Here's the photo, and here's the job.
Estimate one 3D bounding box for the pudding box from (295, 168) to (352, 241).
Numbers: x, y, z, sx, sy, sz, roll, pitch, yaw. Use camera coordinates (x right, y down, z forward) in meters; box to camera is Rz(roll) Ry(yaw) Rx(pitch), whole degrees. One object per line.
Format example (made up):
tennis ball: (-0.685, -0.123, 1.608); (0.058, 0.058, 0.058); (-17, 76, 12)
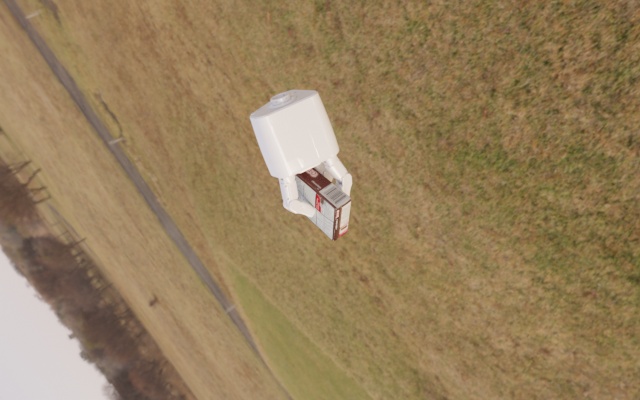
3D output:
pudding box: (0.000, 0.003, 0.824); (0.039, 0.090, 0.113); (-32, 57, -26)
